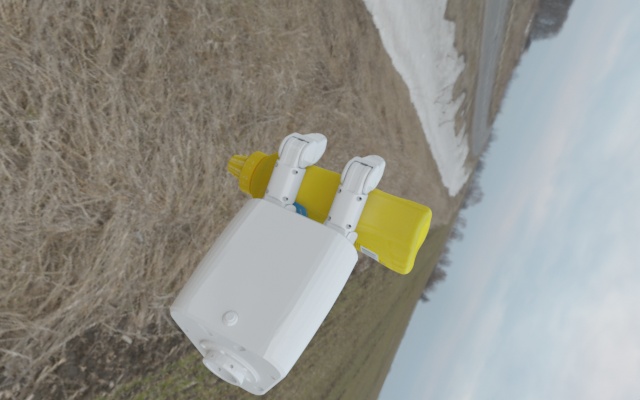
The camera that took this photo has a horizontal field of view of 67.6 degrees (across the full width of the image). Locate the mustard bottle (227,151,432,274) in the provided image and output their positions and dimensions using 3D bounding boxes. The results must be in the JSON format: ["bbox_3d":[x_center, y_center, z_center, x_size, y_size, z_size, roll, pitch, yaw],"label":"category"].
[{"bbox_3d":[0.000,0.001,0.430,0.191,0.058,0.096,23,-11,15],"label":"mustard bottle"}]
